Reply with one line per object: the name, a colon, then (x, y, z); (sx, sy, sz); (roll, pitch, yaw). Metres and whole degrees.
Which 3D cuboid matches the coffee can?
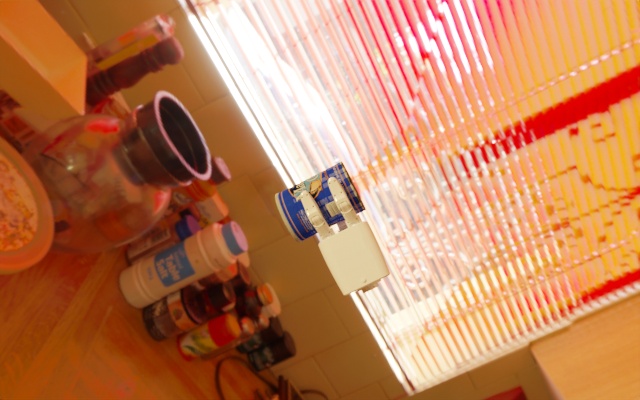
coffee can: (0.000, 0.003, 0.897); (0.140, 0.103, 0.103); (-27, -3, 6)
